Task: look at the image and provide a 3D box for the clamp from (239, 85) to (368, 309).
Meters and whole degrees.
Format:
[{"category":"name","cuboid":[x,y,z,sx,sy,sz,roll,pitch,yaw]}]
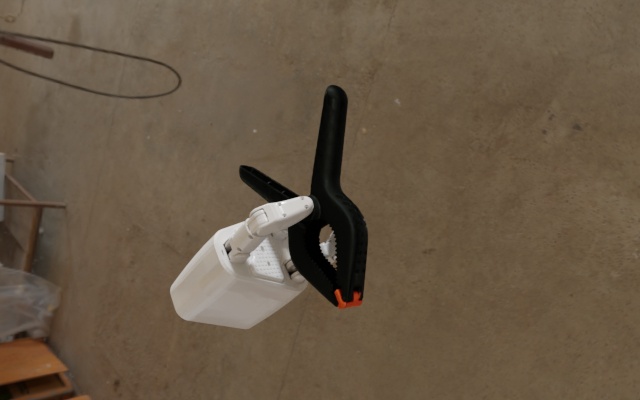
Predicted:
[{"category":"clamp","cuboid":[0.000,0.002,0.476,0.036,0.210,0.165,3,-38,-47]}]
